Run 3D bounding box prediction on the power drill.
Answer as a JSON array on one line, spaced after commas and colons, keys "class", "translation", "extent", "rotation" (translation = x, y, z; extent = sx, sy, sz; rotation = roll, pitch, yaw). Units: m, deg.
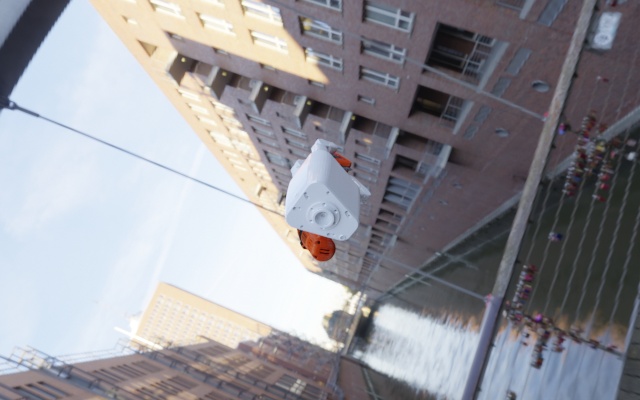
[{"class": "power drill", "translation": [0.000, 0.003, 0.897], "extent": [0.057, 0.188, 0.184], "rotation": [6, 12, -17]}]
